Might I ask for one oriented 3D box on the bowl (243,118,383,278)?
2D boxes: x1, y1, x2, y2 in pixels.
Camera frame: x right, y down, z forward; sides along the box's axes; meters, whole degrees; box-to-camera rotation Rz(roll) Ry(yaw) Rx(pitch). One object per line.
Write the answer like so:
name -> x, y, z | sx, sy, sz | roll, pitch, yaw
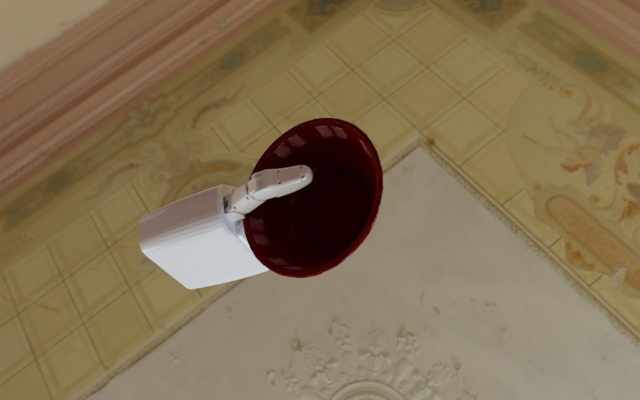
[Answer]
bowl -> 0.001, 0.002, 0.479 | 0.162, 0.162, 0.055 | 0, -17, 34
